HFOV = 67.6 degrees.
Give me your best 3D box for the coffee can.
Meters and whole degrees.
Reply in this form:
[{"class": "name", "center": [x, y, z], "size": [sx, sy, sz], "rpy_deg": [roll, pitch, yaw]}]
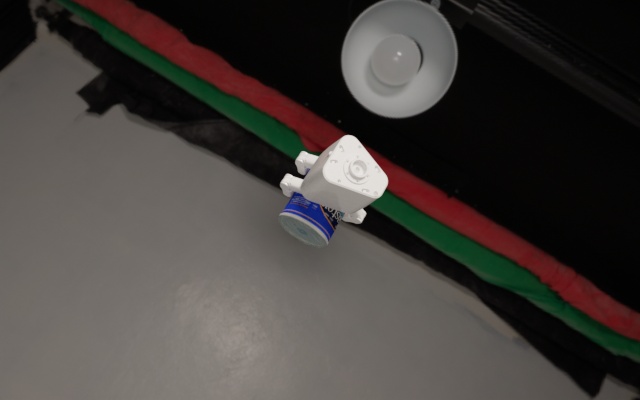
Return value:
[{"class": "coffee can", "center": [0.000, 0.003, 0.890], "size": [0.103, 0.140, 0.103], "rpy_deg": [27, -23, 12]}]
